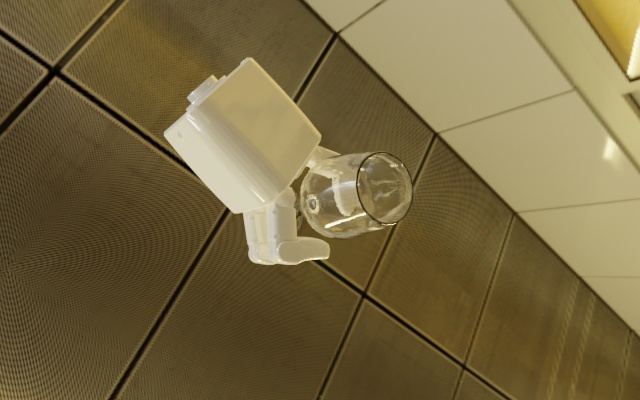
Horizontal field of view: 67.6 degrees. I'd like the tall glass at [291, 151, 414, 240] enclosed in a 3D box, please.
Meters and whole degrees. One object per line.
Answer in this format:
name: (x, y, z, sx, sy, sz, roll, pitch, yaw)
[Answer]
tall glass: (0.000, 0.002, 0.474, 0.079, 0.079, 0.201, 0, -7, -33)
